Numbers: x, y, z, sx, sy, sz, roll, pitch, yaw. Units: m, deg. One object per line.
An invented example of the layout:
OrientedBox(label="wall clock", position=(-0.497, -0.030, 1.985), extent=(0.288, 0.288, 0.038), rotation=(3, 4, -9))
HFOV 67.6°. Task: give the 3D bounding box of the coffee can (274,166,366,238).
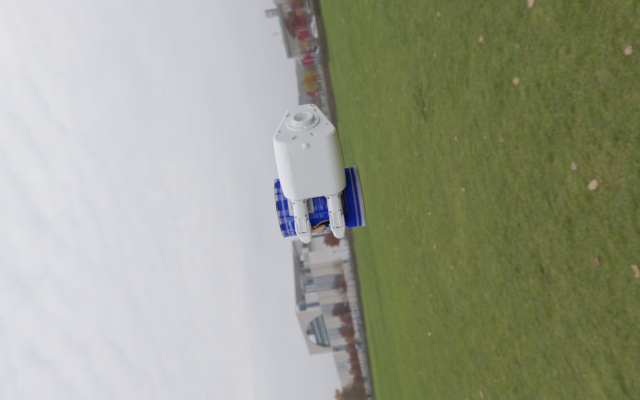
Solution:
OrientedBox(label="coffee can", position=(0.000, 0.003, 0.808), extent=(0.140, 0.103, 0.103), rotation=(-9, 0, 2))
